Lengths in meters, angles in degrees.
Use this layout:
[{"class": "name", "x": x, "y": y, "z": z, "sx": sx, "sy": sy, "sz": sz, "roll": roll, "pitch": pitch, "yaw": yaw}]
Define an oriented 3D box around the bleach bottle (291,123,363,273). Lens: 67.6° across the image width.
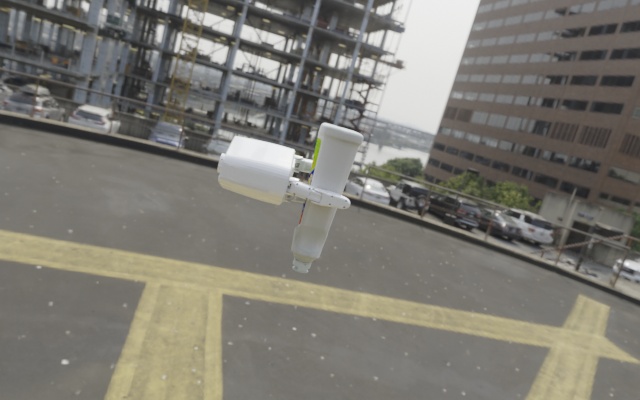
[{"class": "bleach bottle", "x": 0.000, "y": 0.003, "z": 0.787, "sx": 0.068, "sy": 0.251, "sz": 0.102, "roll": 15, "pitch": 11, "yaw": -7}]
